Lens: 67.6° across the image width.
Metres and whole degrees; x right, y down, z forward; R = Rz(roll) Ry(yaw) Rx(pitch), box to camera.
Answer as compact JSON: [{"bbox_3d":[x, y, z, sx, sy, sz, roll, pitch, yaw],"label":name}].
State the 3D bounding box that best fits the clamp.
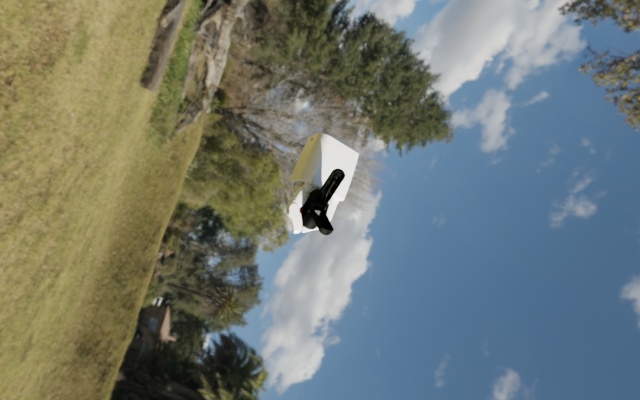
[{"bbox_3d":[0.001,0.003,0.895,0.039,0.120,0.171,24,-8,-19],"label":"clamp"}]
